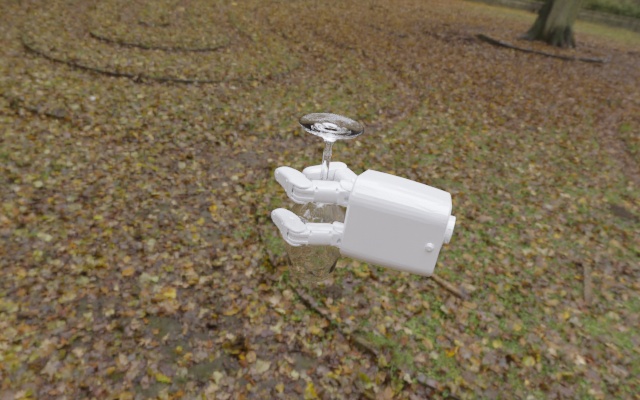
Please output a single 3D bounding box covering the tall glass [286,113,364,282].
[{"bbox_3d":[0.000,0.001,0.581,0.079,0.201,0.079,7,29,-4],"label":"tall glass"}]
